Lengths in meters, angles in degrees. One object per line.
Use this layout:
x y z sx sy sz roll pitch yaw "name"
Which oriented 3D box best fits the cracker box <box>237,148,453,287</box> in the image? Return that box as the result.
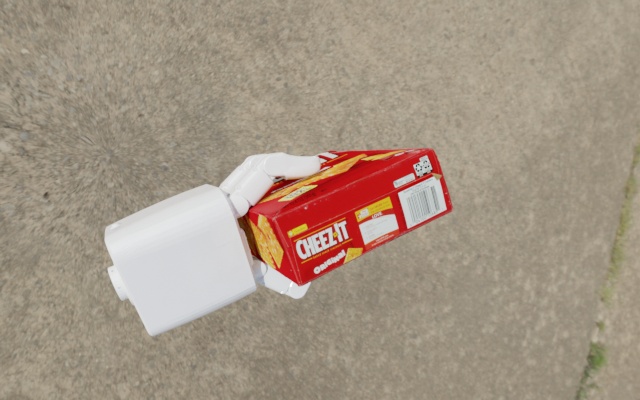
0.000 0.002 0.494 0.164 0.072 0.213 -24 14 -20 "cracker box"
